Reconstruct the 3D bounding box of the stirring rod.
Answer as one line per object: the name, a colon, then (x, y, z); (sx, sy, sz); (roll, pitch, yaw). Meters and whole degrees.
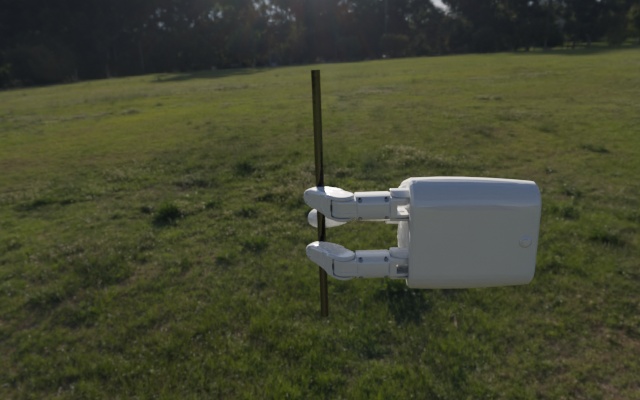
stirring rod: (0.000, 0.002, 0.450); (0.011, 0.239, 0.011); (-2, 17, 1)
